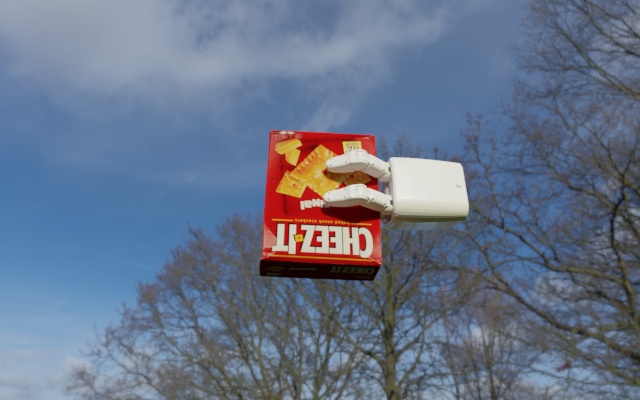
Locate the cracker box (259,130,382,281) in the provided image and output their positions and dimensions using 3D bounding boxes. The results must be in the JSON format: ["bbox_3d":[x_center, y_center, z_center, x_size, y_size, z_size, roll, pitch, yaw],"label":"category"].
[{"bbox_3d":[0.000,0.002,0.696,0.164,0.213,0.072,3,-29,-5],"label":"cracker box"}]
